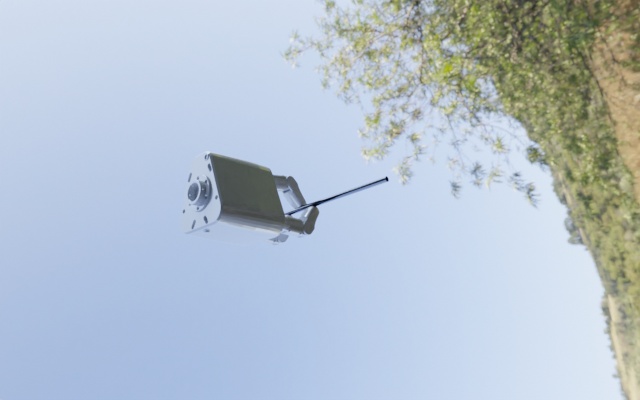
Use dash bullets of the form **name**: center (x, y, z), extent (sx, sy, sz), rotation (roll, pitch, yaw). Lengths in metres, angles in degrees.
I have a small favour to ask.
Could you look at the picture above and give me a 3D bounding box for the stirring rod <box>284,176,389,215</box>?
- **stirring rod**: center (0.000, 0.002, 0.716), extent (0.239, 0.011, 0.011), rotation (-19, -12, 38)
